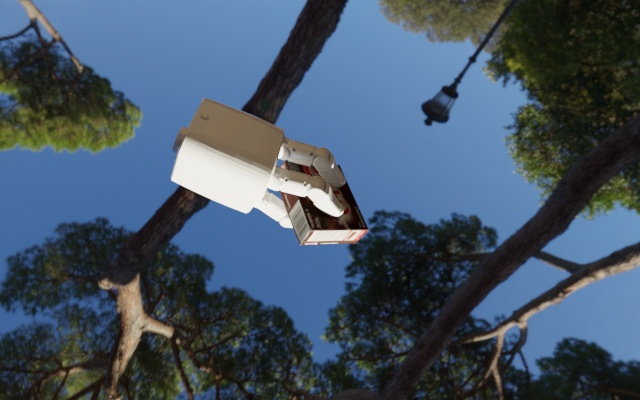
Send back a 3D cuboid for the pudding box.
[{"bbox_3d":[0.000,0.002,0.616,0.090,0.113,0.039,1,-36,-34],"label":"pudding box"}]
